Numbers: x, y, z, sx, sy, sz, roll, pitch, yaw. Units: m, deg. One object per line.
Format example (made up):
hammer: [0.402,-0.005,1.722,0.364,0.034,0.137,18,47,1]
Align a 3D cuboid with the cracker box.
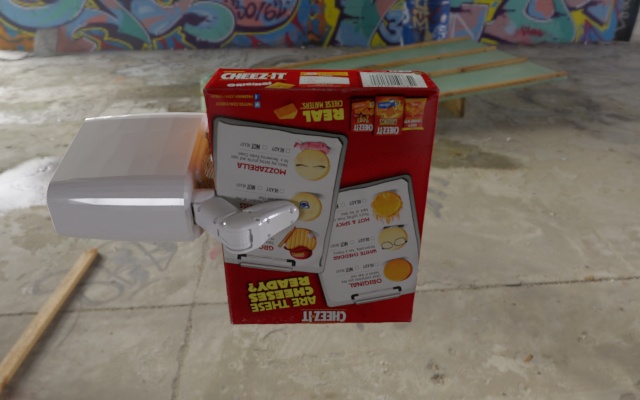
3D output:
cracker box: [0.000,0.001,0.400,0.164,0.214,0.072,0,29,0]
